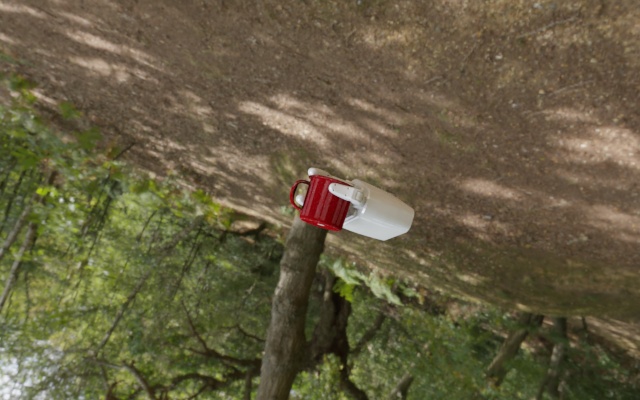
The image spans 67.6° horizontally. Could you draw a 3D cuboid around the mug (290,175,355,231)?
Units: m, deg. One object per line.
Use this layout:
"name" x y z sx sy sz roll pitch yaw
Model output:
"mug" -0.001 0.003 0.864 0.117 0.081 0.093 20 -9 -18
